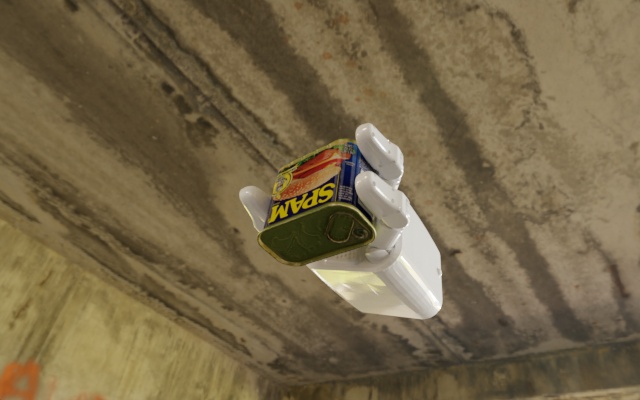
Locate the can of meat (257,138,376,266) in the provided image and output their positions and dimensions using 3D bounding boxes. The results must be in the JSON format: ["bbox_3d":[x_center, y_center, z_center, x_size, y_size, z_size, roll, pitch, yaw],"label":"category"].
[{"bbox_3d":[0.000,0.001,0.428,0.102,0.084,0.057,-22,-50,30],"label":"can of meat"}]
